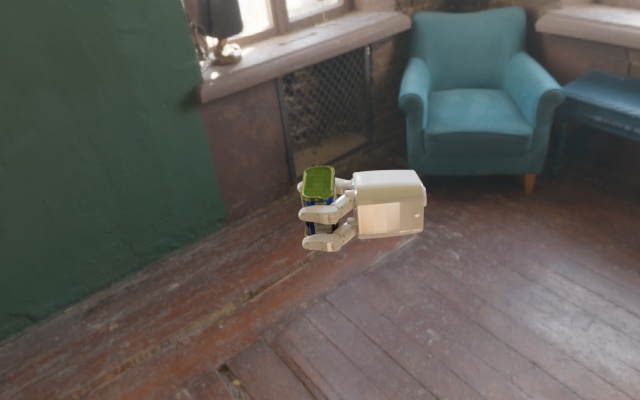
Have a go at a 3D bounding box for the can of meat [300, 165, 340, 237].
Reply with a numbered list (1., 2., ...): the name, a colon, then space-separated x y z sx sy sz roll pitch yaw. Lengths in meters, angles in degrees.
1. can of meat: 0.000 0.002 0.786 0.057 0.084 0.102 -3 35 5
